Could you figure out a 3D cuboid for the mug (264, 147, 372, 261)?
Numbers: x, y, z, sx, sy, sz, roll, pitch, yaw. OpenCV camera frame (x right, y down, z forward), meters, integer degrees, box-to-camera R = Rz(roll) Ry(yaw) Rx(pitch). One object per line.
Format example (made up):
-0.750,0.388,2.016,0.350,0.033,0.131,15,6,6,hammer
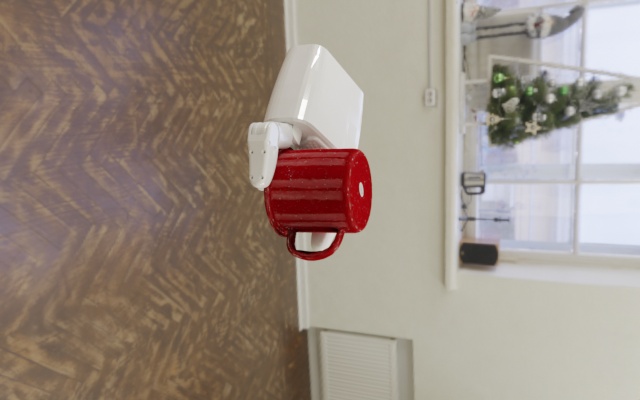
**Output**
0.000,0.003,0.462,0.081,0.117,0.093,0,-26,22,mug
